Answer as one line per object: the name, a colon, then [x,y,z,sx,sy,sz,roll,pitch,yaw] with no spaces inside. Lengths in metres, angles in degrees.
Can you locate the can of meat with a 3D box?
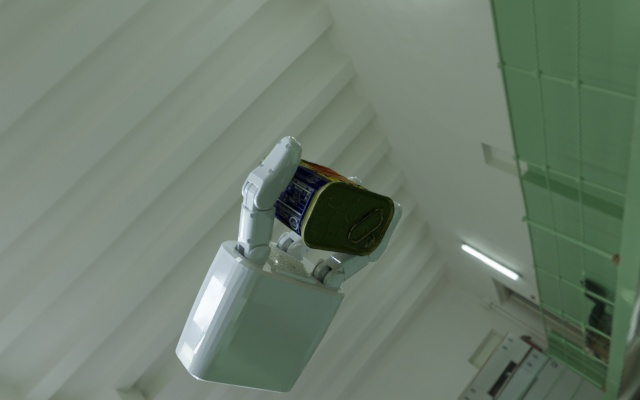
can of meat: [0.000,0.001,0.416,0.102,0.057,0.084,15,13,-47]
